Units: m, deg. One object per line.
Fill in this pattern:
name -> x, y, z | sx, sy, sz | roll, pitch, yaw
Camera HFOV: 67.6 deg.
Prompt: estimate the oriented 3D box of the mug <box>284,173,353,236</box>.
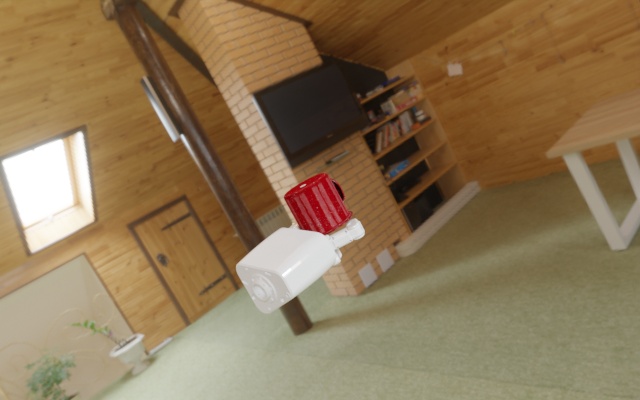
mug -> 0.001, 0.002, 0.785 | 0.093, 0.081, 0.117 | -19, 15, 46
